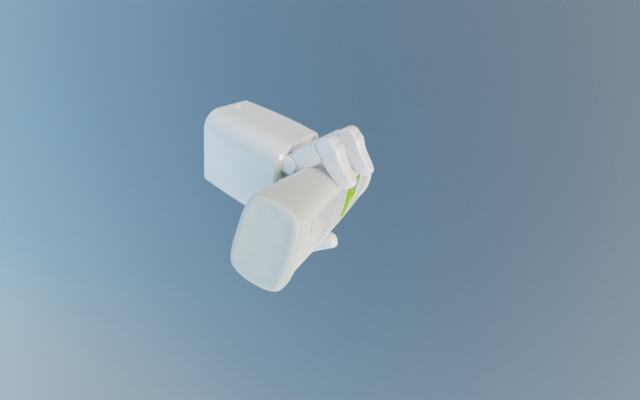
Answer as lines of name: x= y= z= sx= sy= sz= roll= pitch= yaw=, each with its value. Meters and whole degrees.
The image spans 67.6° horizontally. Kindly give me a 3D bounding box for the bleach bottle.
bleach bottle: x=0.000 y=0.002 z=0.556 sx=0.068 sy=0.103 sz=0.250 roll=29 pitch=29 yaw=15
